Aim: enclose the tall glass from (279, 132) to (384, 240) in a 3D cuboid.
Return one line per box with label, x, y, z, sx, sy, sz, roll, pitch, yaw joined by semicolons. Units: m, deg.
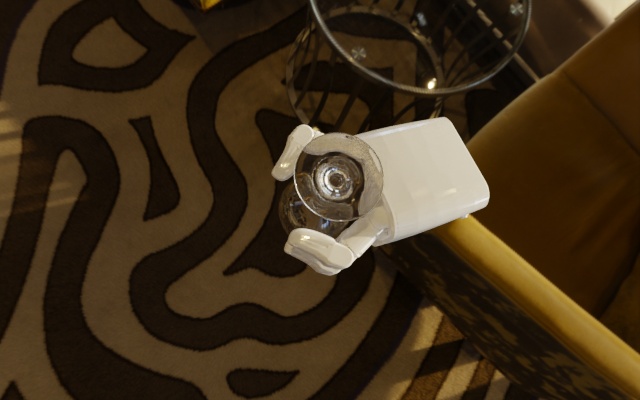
tall glass;0.000;0.001;0.478;0.079;0.079;0.201;0;-12;-10
